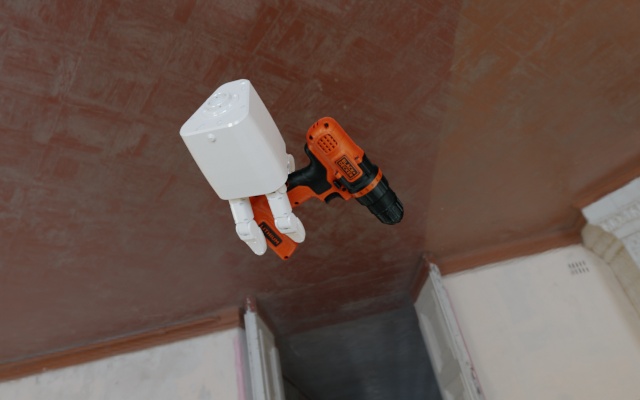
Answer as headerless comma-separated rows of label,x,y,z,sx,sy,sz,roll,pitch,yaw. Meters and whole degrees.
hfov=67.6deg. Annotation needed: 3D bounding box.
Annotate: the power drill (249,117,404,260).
power drill,0.000,0.002,0.668,0.188,0.184,0.057,-36,19,16
